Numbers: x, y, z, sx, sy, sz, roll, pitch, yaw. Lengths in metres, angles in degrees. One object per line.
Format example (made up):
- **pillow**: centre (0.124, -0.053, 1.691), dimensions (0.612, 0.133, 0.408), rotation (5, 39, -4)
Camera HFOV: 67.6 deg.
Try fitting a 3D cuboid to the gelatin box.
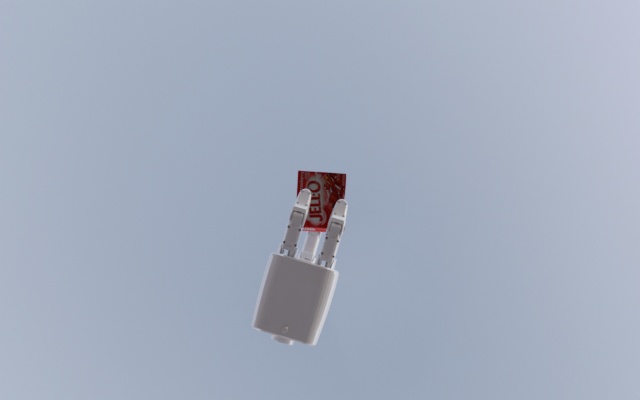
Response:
- **gelatin box**: centre (0.000, 0.002, 0.709), dimensions (0.073, 0.089, 0.030), rotation (4, -17, -2)
